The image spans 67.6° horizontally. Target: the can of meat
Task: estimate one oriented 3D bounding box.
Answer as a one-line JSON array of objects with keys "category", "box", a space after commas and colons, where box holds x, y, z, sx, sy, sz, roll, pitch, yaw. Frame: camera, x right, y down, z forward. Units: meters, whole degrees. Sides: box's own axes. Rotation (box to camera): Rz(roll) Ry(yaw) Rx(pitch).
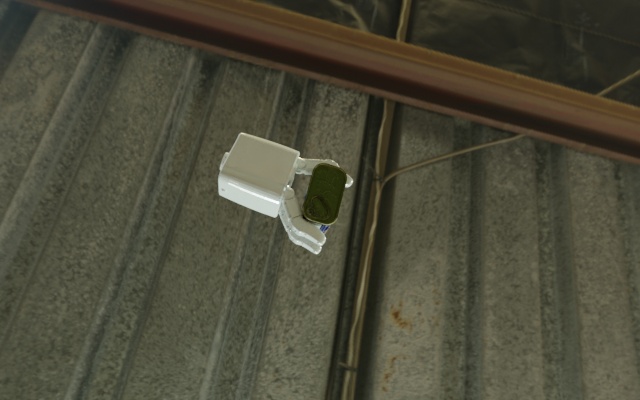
[{"category": "can of meat", "box": [0.000, 0.003, 0.787, 0.057, 0.102, 0.084, 17, -23, -5]}]
